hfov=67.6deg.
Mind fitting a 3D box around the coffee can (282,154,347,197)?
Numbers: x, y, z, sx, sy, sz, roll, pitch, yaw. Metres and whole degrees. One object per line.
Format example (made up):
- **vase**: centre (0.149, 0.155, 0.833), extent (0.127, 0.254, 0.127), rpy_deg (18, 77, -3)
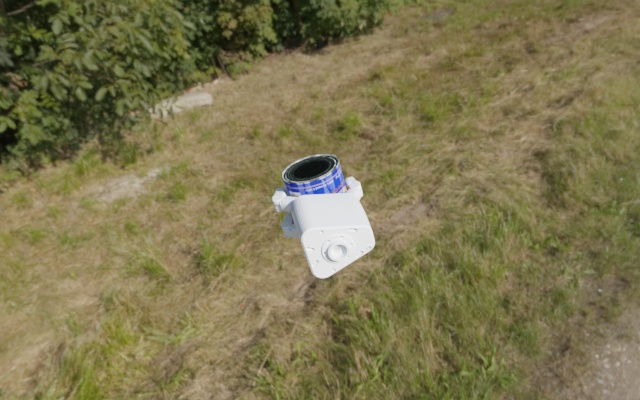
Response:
- **coffee can**: centre (0.000, 0.003, 0.846), extent (0.103, 0.140, 0.102), rpy_deg (-13, 28, 7)
